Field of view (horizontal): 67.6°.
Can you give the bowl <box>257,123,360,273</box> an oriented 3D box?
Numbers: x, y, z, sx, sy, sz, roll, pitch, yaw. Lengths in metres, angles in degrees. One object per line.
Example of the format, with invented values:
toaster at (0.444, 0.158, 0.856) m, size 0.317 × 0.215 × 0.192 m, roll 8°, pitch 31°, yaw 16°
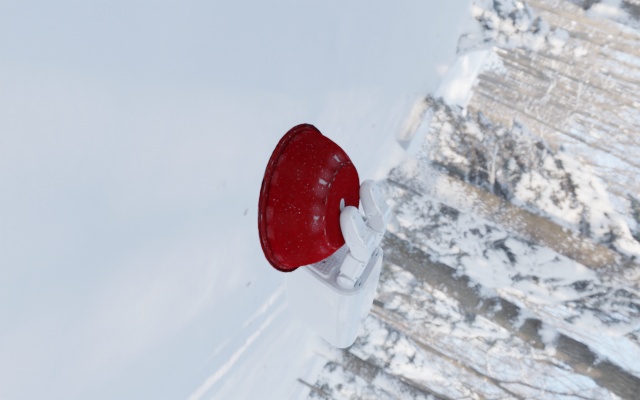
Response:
bowl at (0.000, 0.001, 0.502) m, size 0.055 × 0.162 × 0.162 m, roll 9°, pitch 4°, yaw 25°
